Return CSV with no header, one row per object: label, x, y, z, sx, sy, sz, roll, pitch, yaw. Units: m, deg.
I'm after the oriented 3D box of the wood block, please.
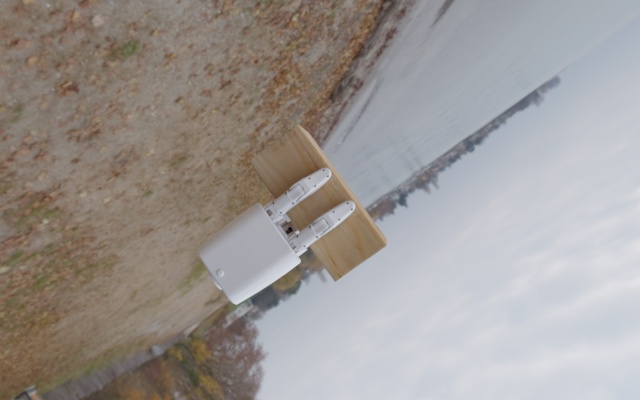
wood block,0.000,0.003,0.694,0.090,0.206,0.091,-36,-4,6
